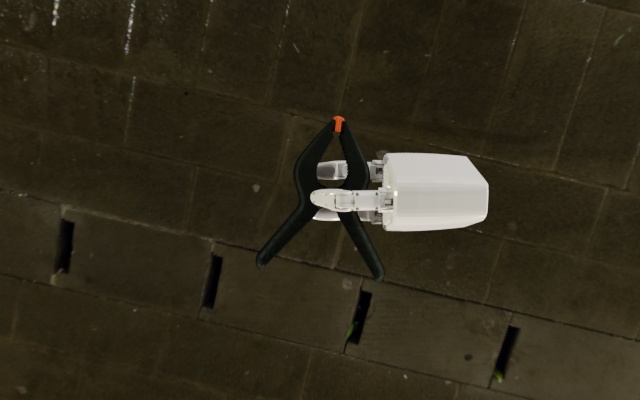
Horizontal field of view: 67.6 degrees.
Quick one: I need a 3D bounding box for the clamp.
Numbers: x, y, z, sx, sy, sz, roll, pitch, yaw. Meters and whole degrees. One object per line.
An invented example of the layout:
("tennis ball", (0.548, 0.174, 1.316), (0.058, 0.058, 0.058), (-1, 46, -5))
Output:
("clamp", (0.000, 0.002, 0.592), (0.164, 0.210, 0.036), (0, 9, -2))
